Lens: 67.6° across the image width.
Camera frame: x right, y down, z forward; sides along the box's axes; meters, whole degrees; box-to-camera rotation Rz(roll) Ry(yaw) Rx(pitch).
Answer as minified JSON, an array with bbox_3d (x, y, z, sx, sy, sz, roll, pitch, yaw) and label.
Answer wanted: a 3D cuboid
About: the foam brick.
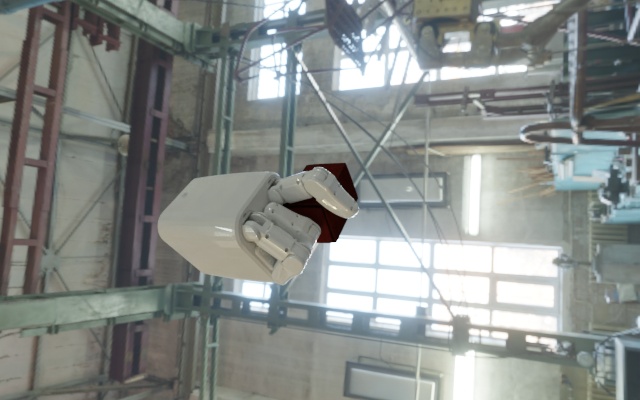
[{"bbox_3d":[0.000,0.002,0.519,0.051,0.053,0.078,-1,37,28],"label":"foam brick"}]
